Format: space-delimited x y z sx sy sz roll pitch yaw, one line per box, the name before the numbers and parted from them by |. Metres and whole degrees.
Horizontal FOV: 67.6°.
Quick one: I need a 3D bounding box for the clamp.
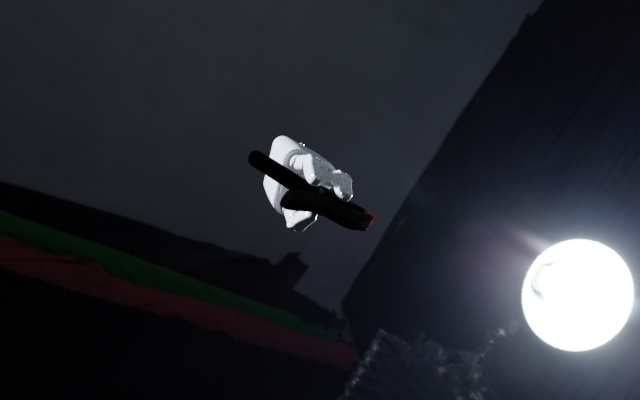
clamp | 0.000 0.003 0.690 0.210 0.036 0.164 27 13 -26
